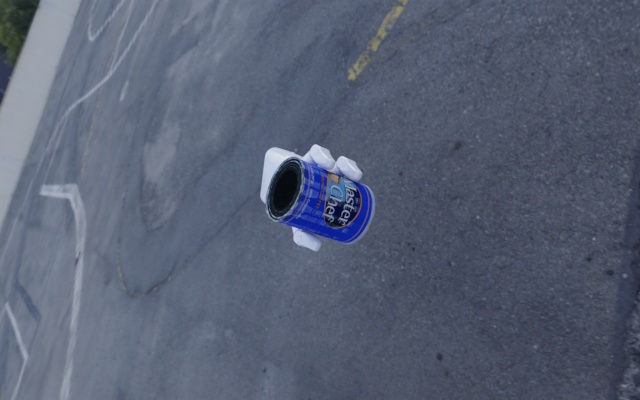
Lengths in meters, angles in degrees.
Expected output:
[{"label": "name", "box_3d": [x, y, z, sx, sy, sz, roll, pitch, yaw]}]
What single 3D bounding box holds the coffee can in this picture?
[{"label": "coffee can", "box_3d": [0.000, 0.003, 0.746, 0.140, 0.103, 0.103, 20, -11, -33]}]
